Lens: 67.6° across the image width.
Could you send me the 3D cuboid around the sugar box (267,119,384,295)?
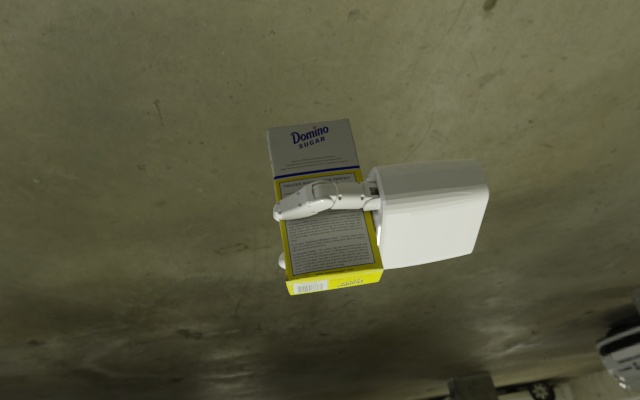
[{"bbox_3d":[0.000,0.002,0.495,0.093,0.176,0.048,-7,-29,-5],"label":"sugar box"}]
